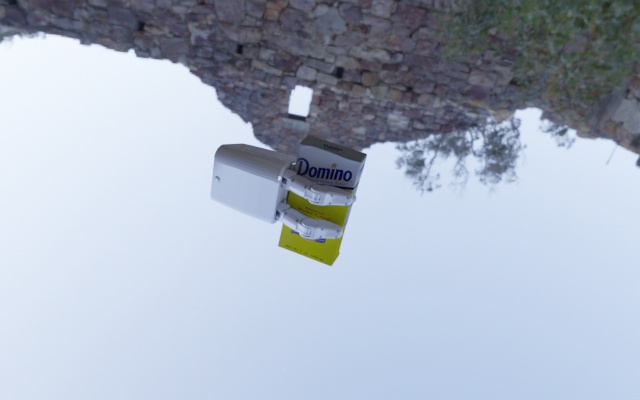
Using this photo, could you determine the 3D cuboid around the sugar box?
[{"bbox_3d":[0.000,0.003,0.702,0.093,0.176,0.048,19,29,11],"label":"sugar box"}]
